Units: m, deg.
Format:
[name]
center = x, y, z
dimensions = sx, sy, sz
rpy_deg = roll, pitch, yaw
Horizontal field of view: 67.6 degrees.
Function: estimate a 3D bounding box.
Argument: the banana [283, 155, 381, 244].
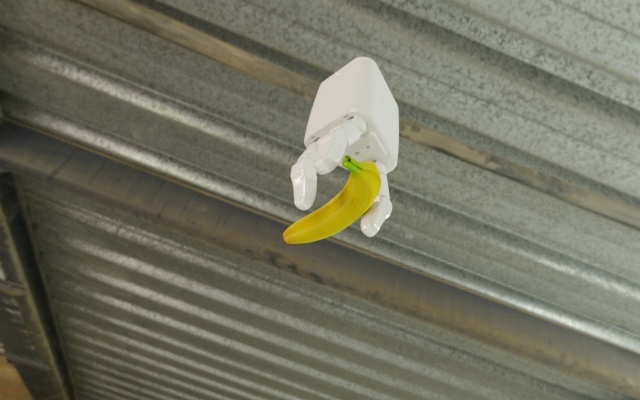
[banana]
center = 0.019, 0.005, 0.555
dimensions = 0.069, 0.037, 0.198
rpy_deg = 14, -34, -17
